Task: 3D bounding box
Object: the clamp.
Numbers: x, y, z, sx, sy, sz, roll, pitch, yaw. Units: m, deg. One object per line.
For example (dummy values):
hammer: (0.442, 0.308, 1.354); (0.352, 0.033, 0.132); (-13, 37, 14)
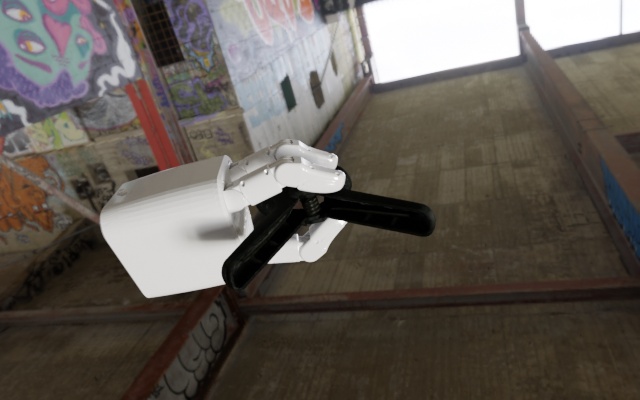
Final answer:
clamp: (0.000, 0.002, 0.434); (0.164, 0.036, 0.210); (-12, 24, -1)
